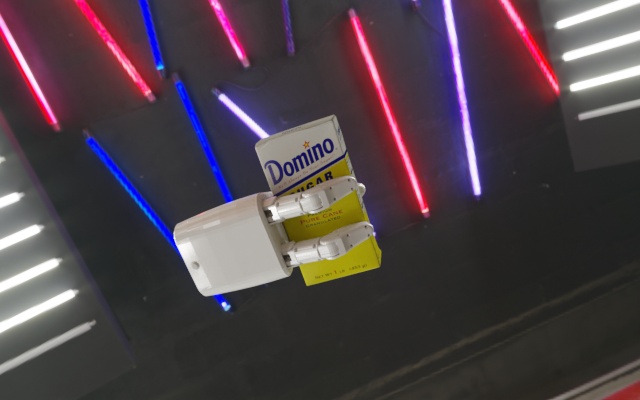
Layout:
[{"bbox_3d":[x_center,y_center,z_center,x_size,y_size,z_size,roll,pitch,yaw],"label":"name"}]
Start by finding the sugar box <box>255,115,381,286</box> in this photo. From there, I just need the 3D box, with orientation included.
[{"bbox_3d":[0.000,0.002,0.543,0.093,0.176,0.048,-17,17,11],"label":"sugar box"}]
